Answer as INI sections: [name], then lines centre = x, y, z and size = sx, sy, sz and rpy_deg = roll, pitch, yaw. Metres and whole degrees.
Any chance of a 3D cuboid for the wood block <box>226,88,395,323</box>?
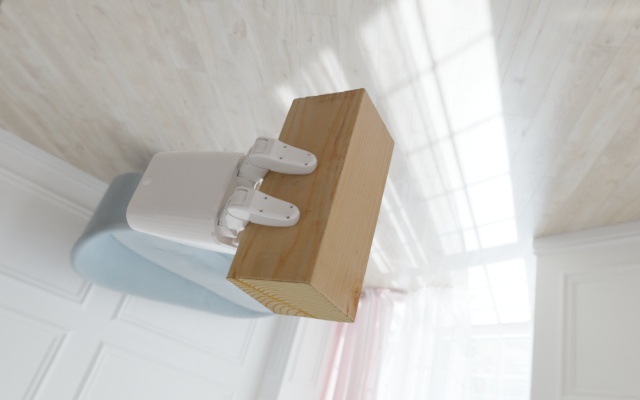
[wood block]
centre = 0.000, 0.002, 0.467
size = 0.090, 0.206, 0.091
rpy_deg = -2, -33, 31
